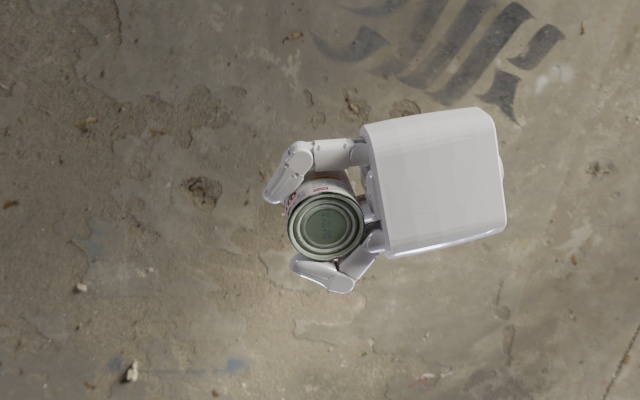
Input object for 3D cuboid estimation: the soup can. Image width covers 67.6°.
[{"bbox_3d":[0.000,0.002,0.442,0.068,0.068,0.102,0,27,-7],"label":"soup can"}]
